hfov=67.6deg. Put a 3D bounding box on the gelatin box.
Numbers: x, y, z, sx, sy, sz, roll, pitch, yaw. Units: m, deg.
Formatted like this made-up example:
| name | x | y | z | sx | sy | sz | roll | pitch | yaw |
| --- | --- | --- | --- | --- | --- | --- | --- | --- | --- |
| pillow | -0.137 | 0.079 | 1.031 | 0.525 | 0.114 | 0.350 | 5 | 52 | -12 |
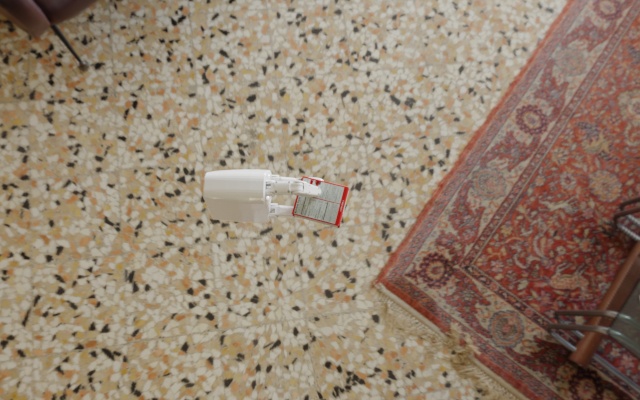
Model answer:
| name | x | y | z | sx | sy | sz | roll | pitch | yaw |
| --- | --- | --- | --- | --- | --- | --- | --- | --- | --- |
| gelatin box | 0.000 | 0.003 | 0.857 | 0.089 | 0.073 | 0.030 | 14 | -11 | 6 |
